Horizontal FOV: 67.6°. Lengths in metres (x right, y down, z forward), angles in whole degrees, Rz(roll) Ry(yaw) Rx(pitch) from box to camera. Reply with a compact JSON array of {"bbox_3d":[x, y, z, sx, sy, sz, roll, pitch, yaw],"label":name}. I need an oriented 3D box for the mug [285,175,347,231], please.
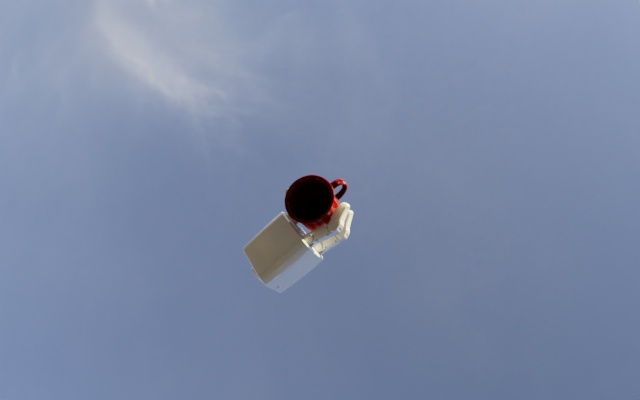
[{"bbox_3d":[0.001,0.002,0.883,0.117,0.093,0.081,-40,-26,0],"label":"mug"}]
